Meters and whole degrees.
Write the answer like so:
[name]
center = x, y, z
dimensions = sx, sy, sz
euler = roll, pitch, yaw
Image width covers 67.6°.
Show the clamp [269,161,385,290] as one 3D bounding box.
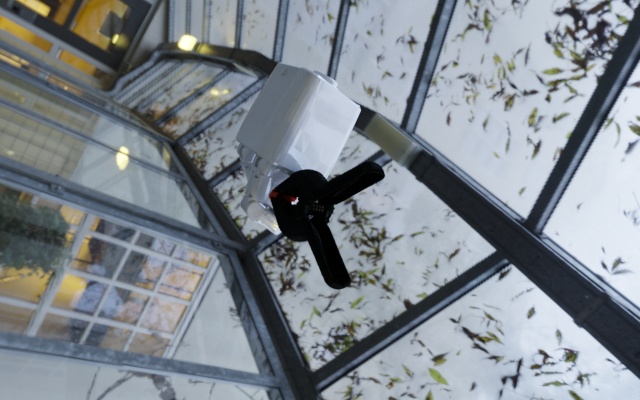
[clamp]
center = 0.000, 0.002, 0.489
dimensions = 0.039, 0.120, 0.171
euler = 23, 7, -37
